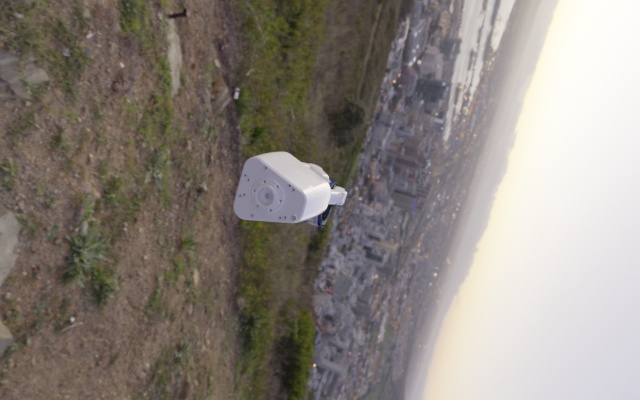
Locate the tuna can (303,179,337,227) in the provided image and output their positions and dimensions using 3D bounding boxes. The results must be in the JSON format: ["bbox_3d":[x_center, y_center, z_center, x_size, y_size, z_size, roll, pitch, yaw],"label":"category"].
[{"bbox_3d":[0.001,0.003,0.830,0.034,0.086,0.086,17,4,12],"label":"tuna can"}]
